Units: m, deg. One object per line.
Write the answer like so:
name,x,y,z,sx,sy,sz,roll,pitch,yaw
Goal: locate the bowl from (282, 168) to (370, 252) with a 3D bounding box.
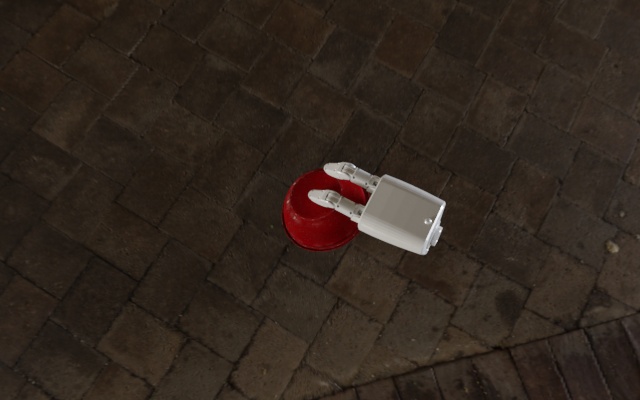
bowl,-0.001,0.002,0.811,0.162,0.162,0.055,0,-27,20
